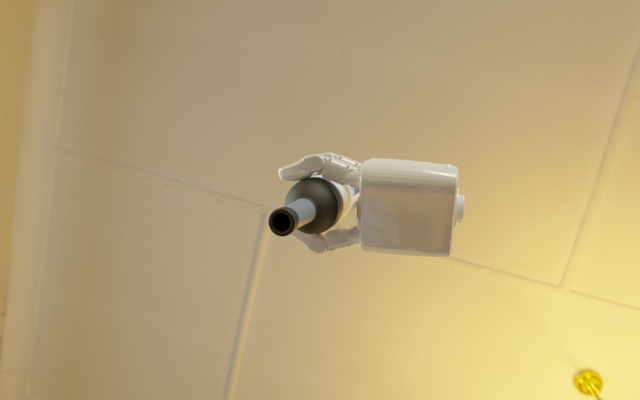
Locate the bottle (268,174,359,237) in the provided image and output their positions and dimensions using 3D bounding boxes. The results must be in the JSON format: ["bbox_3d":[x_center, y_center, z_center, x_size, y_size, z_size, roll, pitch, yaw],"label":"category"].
[{"bbox_3d":[0.000,0.002,0.595,0.069,0.069,0.295,0,8,15],"label":"bottle"}]
